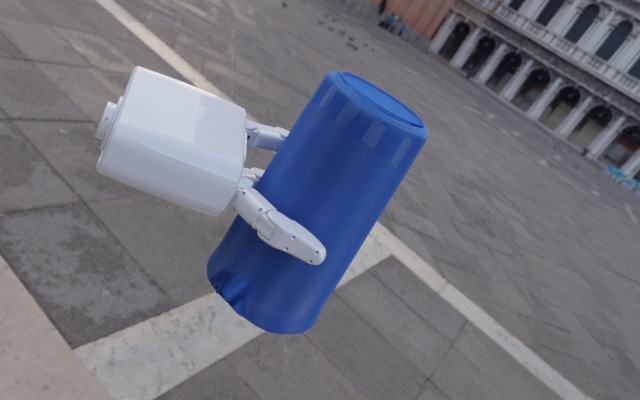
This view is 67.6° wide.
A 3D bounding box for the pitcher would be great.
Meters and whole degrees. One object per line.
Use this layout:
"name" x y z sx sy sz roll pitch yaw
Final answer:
"pitcher" 0.000 0.002 0.481 0.145 0.243 0.149 22 25 -24
